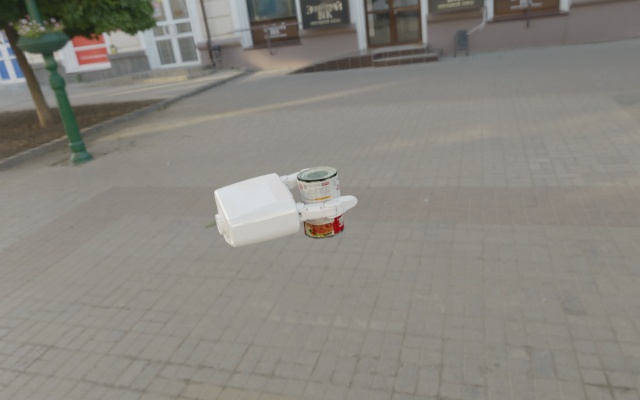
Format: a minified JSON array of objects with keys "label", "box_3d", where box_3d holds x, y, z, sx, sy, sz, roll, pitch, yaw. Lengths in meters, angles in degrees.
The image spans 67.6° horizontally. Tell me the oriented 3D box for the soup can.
[{"label":"soup can","box_3d":[0.001,0.002,0.780,0.068,0.102,0.068,-7,21,3]}]
